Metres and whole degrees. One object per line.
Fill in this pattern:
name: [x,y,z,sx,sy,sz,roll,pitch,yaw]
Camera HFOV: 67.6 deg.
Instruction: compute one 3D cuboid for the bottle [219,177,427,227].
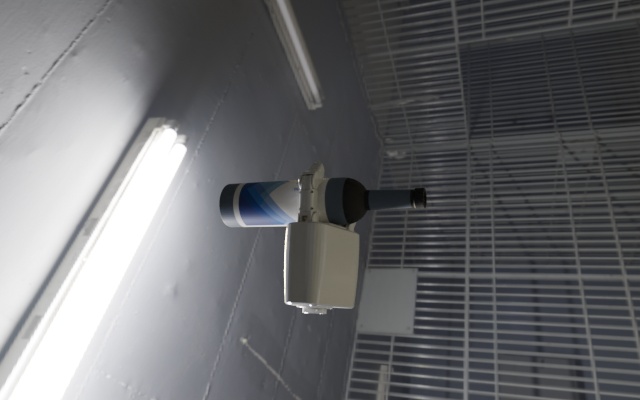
bottle: [0.000,0.002,0.679,0.296,0.069,0.069,-2,-1,21]
